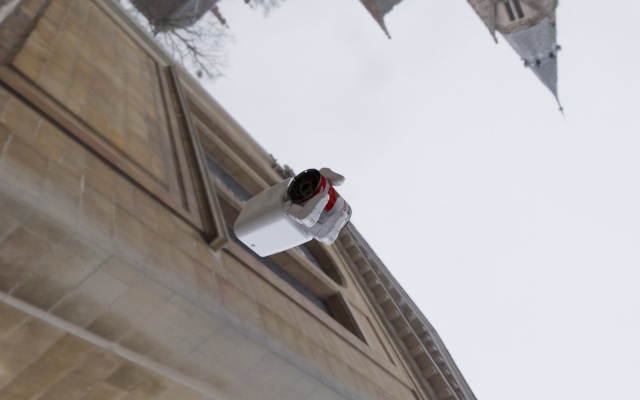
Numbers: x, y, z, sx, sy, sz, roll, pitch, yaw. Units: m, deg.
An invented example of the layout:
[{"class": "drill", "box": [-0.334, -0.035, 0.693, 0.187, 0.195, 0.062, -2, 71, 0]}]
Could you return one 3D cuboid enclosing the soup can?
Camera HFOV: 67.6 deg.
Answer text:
[{"class": "soup can", "box": [0.001, 0.003, 0.812, 0.068, 0.068, 0.102, 0, -35, 42]}]
